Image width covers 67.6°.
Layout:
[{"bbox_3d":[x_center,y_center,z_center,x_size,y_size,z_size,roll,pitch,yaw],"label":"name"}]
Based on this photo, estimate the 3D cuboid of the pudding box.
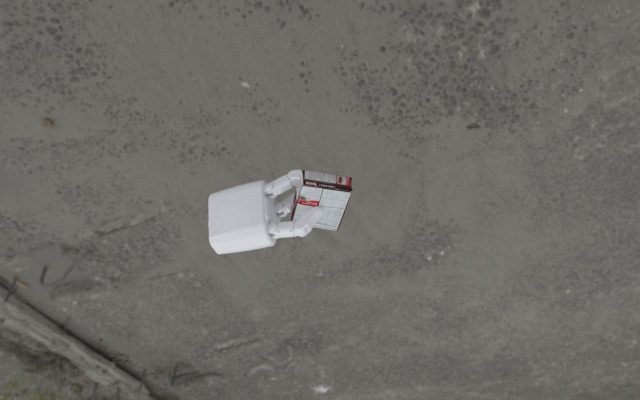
[{"bbox_3d":[0.000,0.003,0.841,0.090,0.039,0.114,8,-42,-10],"label":"pudding box"}]
